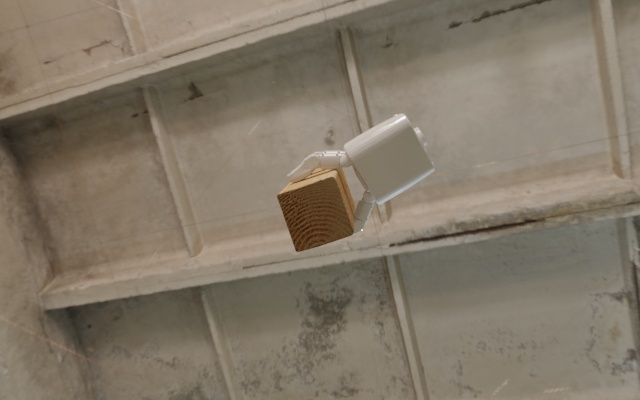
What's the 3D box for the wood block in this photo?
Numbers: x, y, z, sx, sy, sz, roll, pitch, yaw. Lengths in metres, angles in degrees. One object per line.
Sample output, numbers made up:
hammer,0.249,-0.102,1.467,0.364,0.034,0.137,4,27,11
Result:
wood block,0.001,0.003,0.770,0.090,0.091,0.206,-18,8,8
